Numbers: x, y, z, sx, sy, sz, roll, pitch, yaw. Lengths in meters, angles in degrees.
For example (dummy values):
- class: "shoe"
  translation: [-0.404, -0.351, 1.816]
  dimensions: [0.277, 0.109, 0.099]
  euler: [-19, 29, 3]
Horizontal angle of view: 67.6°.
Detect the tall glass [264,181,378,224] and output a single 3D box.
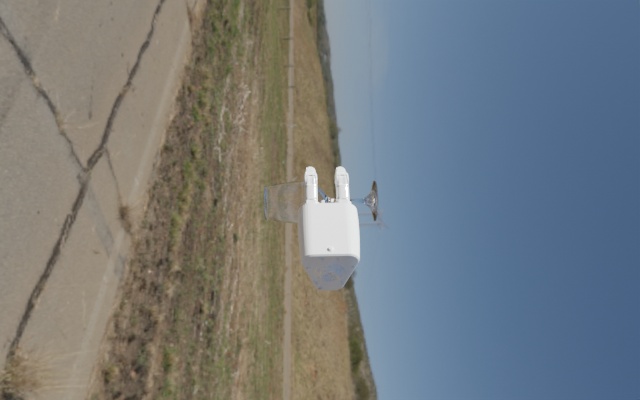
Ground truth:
- class: "tall glass"
  translation: [0.001, 0.003, 0.868]
  dimensions: [0.201, 0.079, 0.079]
  euler: [-1, 0, -2]
